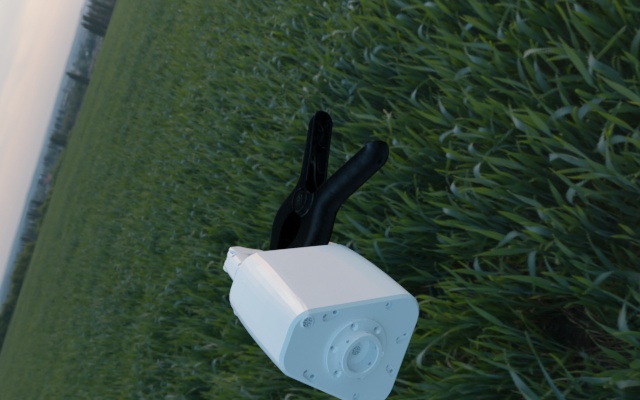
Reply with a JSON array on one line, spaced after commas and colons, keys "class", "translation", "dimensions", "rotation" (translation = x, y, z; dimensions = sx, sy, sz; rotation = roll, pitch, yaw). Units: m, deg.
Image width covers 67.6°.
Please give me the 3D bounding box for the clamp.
[{"class": "clamp", "translation": [-0.001, 0.001, 0.451], "dimensions": [0.039, 0.171, 0.120], "rotation": [17, 5, -29]}]
